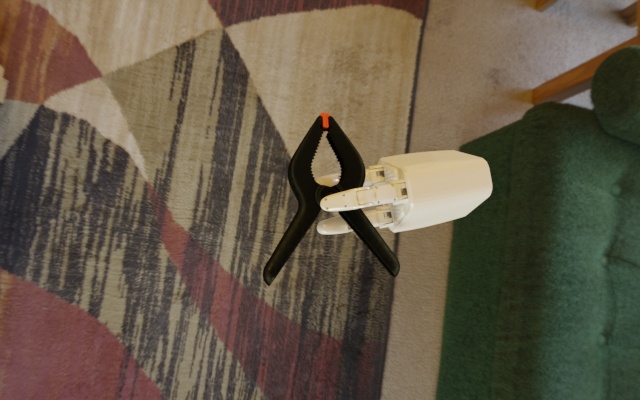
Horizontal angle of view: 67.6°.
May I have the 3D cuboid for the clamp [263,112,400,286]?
[{"bbox_3d":[0.000,0.001,0.573,0.164,0.210,0.036,-9,-3,-10],"label":"clamp"}]
